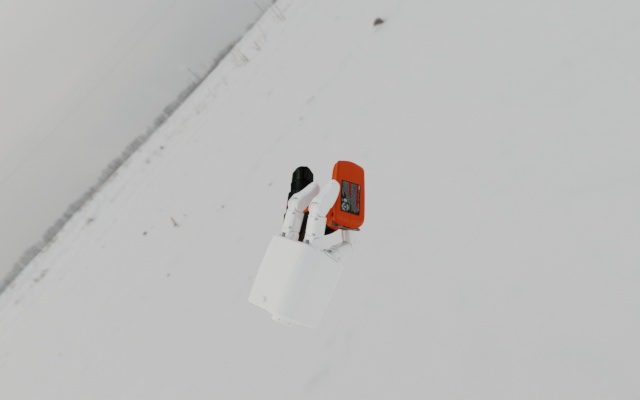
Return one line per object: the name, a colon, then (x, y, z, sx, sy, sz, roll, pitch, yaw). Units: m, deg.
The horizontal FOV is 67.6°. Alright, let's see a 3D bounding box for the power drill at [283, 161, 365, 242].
power drill: (0.000, 0.003, 0.793, 0.057, 0.184, 0.188, 12, -24, -27)
